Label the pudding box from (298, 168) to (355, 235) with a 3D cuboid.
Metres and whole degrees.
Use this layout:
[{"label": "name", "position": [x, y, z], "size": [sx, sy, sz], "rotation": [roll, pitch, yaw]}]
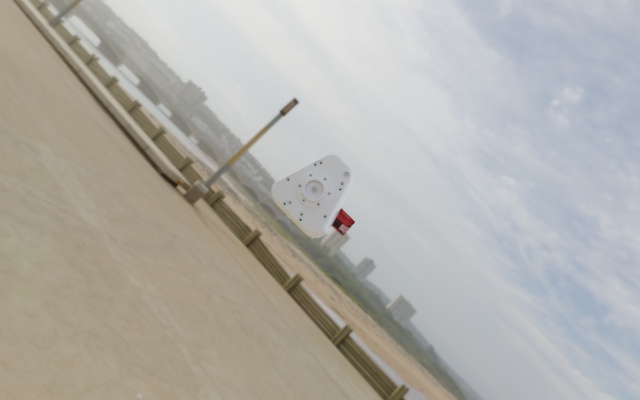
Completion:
[{"label": "pudding box", "position": [0.000, 0.003, 0.828], "size": [0.113, 0.039, 0.090], "rotation": [45, -1, 33]}]
